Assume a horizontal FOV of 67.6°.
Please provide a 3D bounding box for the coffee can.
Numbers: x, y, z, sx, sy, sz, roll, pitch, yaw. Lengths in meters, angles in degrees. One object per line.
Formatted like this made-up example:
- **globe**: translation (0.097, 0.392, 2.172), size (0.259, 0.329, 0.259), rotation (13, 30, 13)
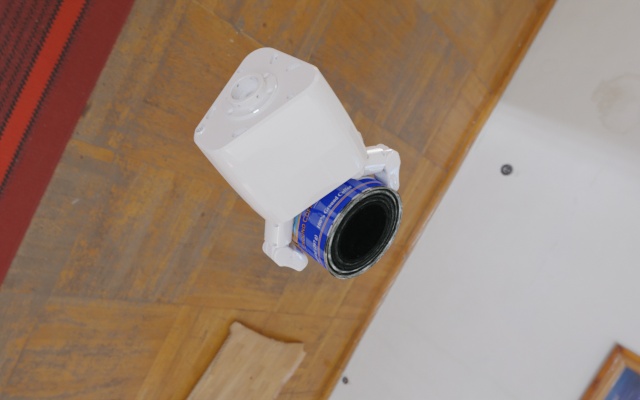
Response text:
- **coffee can**: translation (0.000, 0.002, 0.504), size (0.103, 0.103, 0.140), rotation (0, 26, -45)
